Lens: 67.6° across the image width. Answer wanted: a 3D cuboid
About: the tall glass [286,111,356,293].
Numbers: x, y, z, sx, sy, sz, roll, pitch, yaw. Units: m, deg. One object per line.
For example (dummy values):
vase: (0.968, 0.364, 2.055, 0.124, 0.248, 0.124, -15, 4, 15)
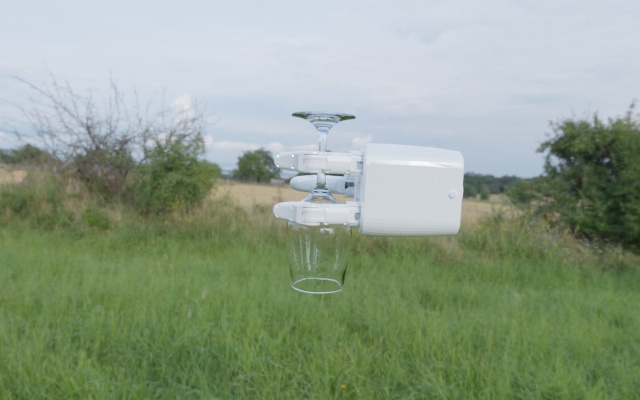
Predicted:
tall glass: (0.000, 0.001, 0.553, 0.079, 0.201, 0.079, 3, 4, 0)
